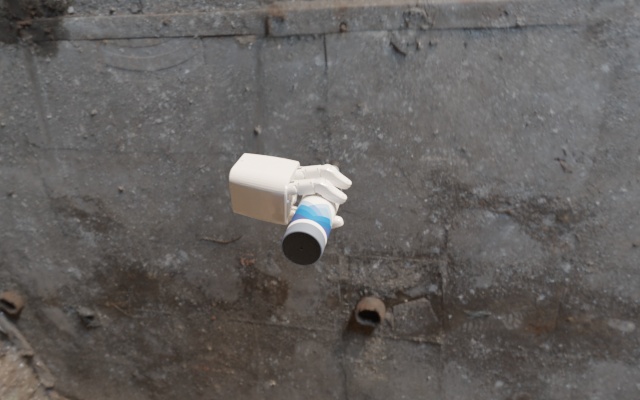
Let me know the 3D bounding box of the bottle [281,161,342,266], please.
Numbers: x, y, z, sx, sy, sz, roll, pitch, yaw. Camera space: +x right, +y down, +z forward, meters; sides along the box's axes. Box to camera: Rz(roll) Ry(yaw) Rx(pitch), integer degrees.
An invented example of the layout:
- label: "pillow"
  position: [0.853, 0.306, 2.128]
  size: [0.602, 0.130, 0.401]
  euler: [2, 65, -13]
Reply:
- label: "bottle"
  position: [0.000, 0.003, 0.859]
  size: [0.069, 0.069, 0.295]
  euler: [0, 29, 13]
